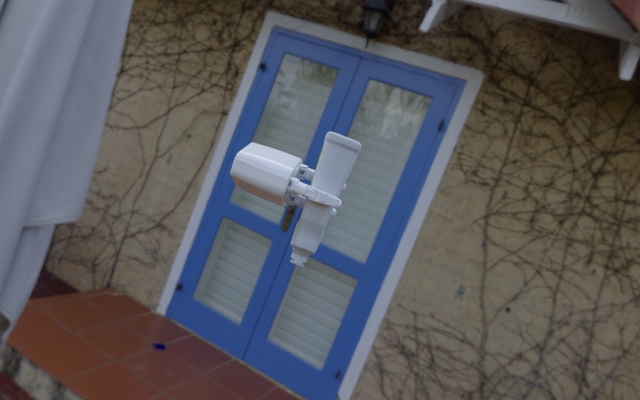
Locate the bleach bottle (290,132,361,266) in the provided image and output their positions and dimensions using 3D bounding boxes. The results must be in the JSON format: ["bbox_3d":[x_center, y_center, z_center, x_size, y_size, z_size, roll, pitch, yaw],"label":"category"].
[{"bbox_3d":[0.000,0.003,0.886,0.068,0.251,0.102,21,4,2],"label":"bleach bottle"}]
